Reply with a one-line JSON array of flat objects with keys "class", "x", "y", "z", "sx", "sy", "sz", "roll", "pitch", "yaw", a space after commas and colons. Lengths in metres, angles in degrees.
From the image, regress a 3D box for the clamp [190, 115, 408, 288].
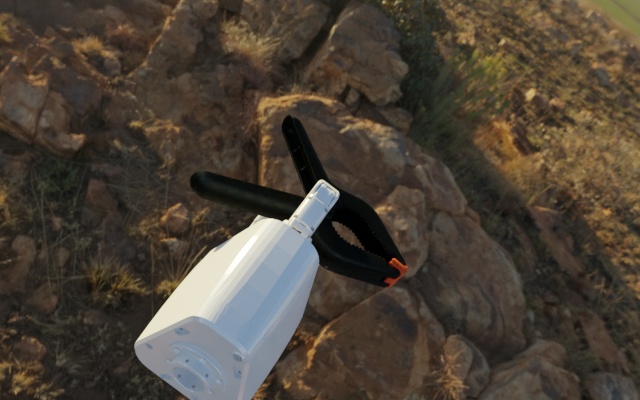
[{"class": "clamp", "x": 0.001, "y": 0.002, "z": 0.473, "sx": 0.210, "sy": 0.036, "sz": 0.164, "roll": 36, "pitch": 43, "yaw": 0}]
